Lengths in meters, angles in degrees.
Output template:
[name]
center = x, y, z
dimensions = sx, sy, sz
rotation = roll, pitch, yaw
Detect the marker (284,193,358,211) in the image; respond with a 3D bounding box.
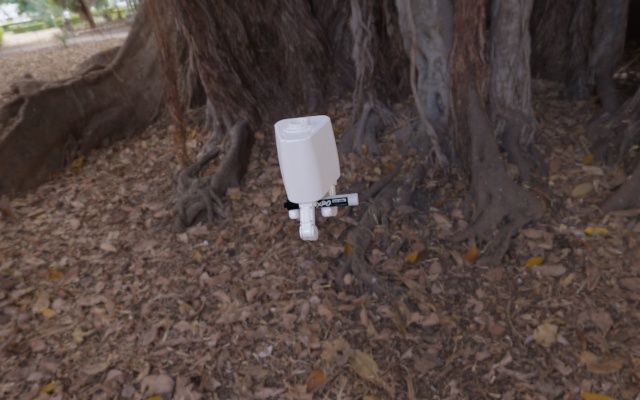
[marker]
center = 0.000, 0.003, 0.773
dimensions = 0.121, 0.020, 0.020
rotation = -5, -1, 9
